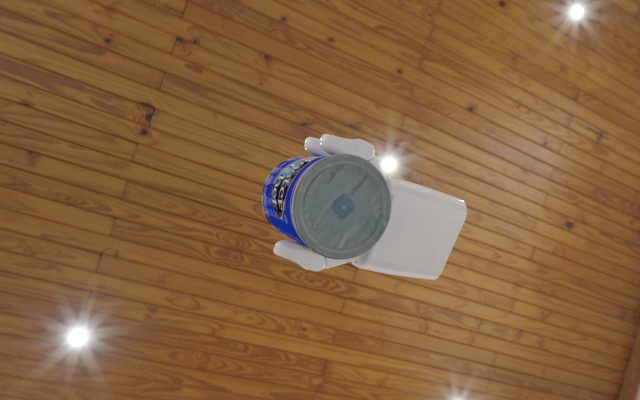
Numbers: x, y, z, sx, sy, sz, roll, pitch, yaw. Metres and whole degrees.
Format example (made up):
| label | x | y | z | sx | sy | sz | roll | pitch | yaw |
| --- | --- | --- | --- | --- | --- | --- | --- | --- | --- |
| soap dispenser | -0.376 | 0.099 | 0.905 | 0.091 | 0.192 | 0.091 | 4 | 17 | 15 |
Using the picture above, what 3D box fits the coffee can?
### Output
| label | x | y | z | sx | sy | sz | roll | pitch | yaw |
| --- | --- | --- | --- | --- | --- | --- | --- | --- | --- |
| coffee can | 0.000 | 0.002 | 0.524 | 0.103 | 0.103 | 0.140 | 0 | 4 | -19 |
